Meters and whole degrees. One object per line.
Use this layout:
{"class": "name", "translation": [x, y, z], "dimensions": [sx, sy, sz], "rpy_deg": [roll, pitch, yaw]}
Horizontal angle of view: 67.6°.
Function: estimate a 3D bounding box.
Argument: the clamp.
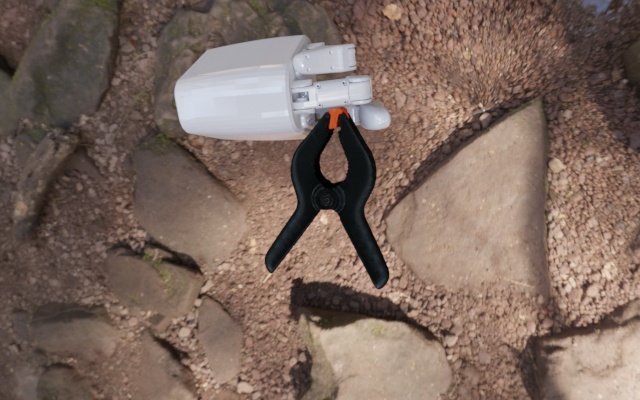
{"class": "clamp", "translation": [0.000, 0.001, 0.445], "dimensions": [0.120, 0.171, 0.039], "rpy_deg": [-3, 10, 7]}
